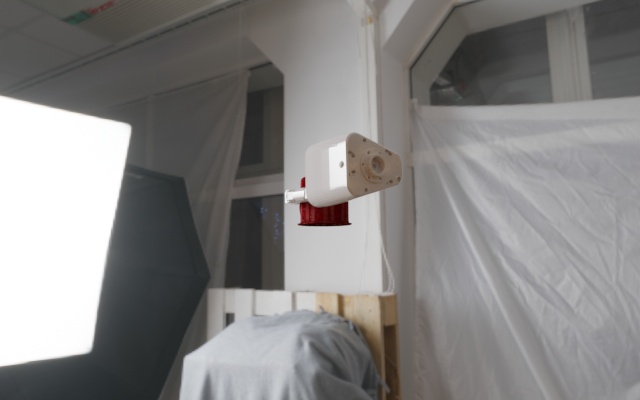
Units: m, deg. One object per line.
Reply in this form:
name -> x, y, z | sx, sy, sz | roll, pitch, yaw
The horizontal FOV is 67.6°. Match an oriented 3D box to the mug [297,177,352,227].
mug -> -0.001, 0.003, 0.826 | 0.093, 0.081, 0.117 | 4, -8, -33
